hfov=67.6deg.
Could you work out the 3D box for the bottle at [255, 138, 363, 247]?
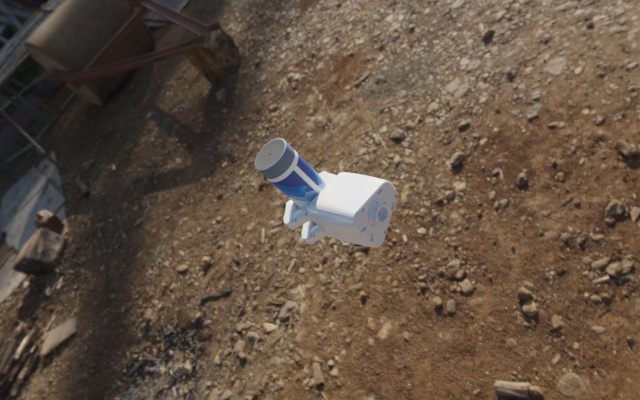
[{"bbox_3d":[0.000,0.003,0.875,0.069,0.069,0.296,0,-32,42],"label":"bottle"}]
